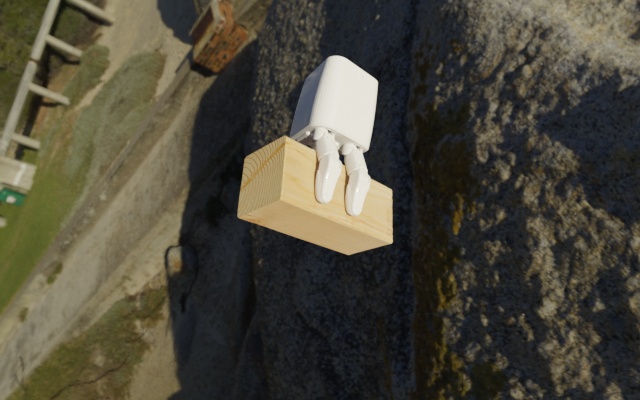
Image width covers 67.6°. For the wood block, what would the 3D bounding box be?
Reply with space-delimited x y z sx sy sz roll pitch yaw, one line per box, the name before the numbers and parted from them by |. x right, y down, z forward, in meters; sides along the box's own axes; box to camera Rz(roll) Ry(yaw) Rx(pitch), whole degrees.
wood block | 0.000 0.002 0.660 0.206 0.090 0.091 23 -30 -38
